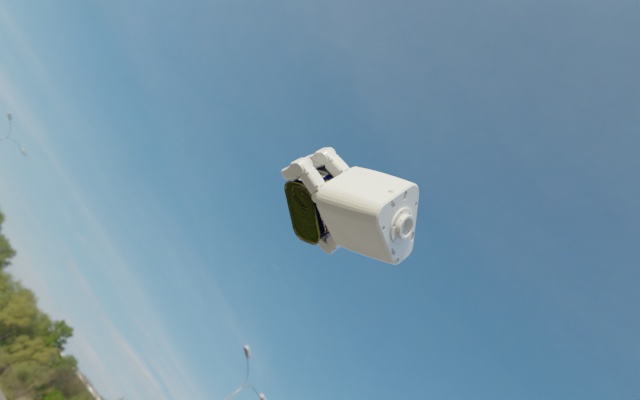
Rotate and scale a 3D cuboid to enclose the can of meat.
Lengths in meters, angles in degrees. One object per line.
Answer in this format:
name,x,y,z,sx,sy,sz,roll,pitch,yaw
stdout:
can of meat,0.000,0.002,0.730,0.057,0.102,0.084,16,36,44
